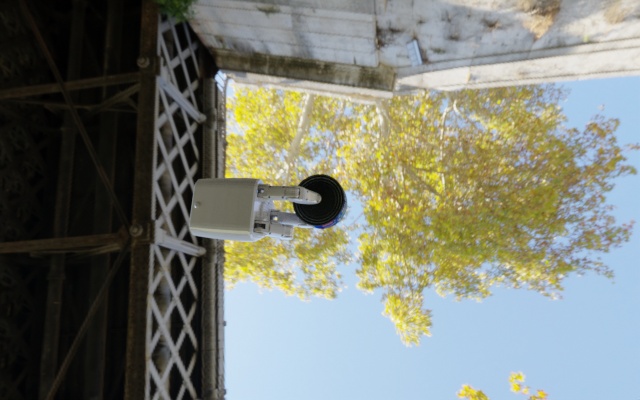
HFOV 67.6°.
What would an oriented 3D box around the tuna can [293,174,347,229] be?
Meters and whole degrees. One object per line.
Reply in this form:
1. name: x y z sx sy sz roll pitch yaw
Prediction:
1. tuna can: 0.000 0.003 0.775 0.086 0.086 0.034 0 -15 15
